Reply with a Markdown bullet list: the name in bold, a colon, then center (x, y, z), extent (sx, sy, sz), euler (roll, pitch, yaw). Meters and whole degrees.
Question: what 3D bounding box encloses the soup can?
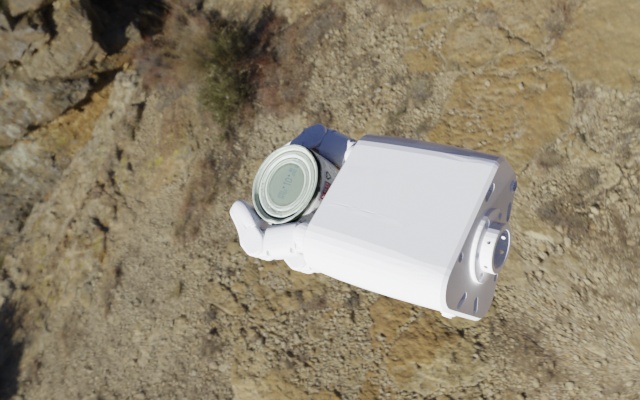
- **soup can**: center (0.000, 0.001, 0.407), extent (0.068, 0.068, 0.102), euler (0, -17, 36)
